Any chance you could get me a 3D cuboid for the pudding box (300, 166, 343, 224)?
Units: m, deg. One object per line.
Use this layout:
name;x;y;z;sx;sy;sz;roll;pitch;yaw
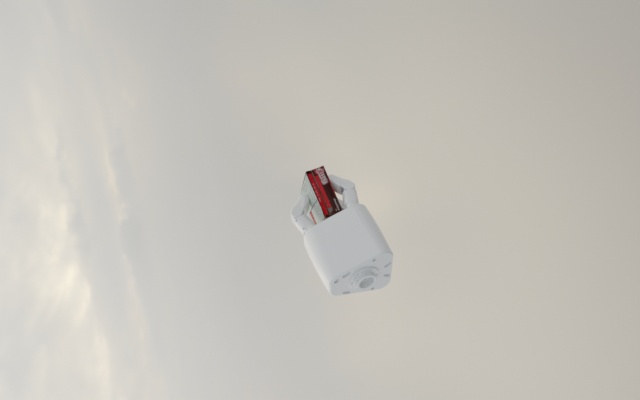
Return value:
pudding box;0.000;0.003;0.836;0.039;0.090;0.113;-18;-16;-15
